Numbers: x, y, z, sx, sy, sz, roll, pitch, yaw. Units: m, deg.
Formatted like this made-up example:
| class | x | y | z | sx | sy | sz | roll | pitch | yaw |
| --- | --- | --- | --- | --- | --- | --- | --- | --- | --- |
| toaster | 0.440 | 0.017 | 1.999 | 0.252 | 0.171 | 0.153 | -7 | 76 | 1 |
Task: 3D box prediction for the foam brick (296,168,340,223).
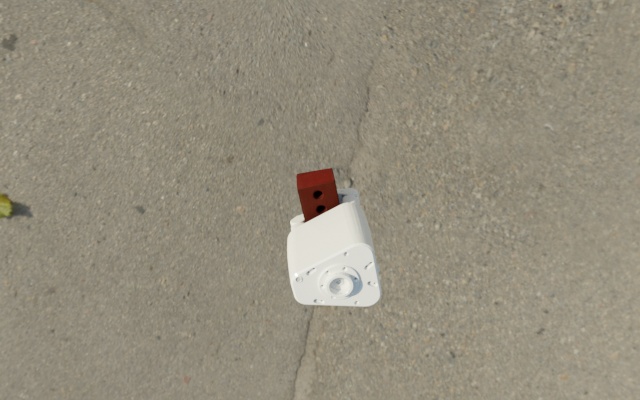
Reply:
| class | x | y | z | sx | sy | sz | roll | pitch | yaw |
| --- | --- | --- | --- | --- | --- | --- | --- | --- | --- |
| foam brick | 0.000 | 0.002 | 0.664 | 0.053 | 0.078 | 0.051 | -12 | 25 | 2 |
